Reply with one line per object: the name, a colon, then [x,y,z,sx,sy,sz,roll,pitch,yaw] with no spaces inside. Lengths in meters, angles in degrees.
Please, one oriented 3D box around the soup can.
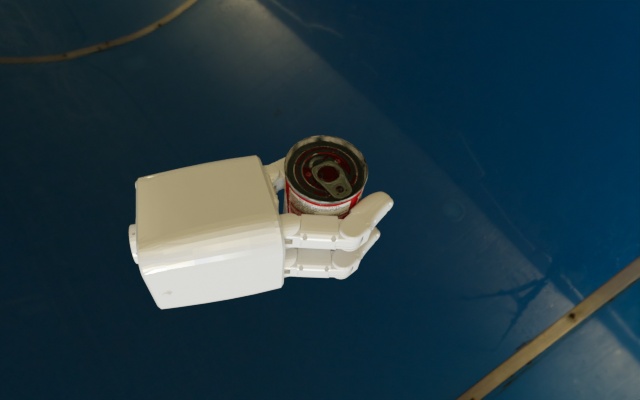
soup can: [0.000,0.001,0.424,0.068,0.068,0.102,0,-33,-6]
